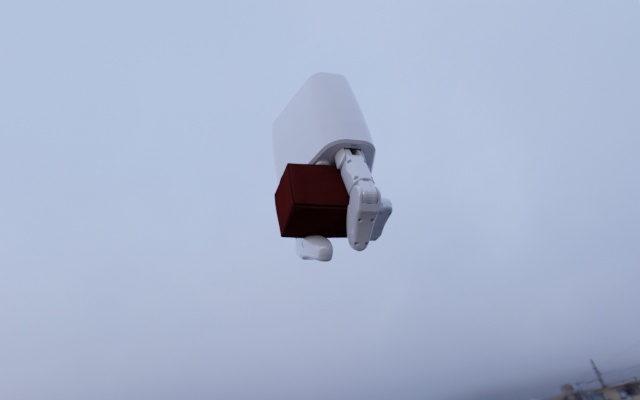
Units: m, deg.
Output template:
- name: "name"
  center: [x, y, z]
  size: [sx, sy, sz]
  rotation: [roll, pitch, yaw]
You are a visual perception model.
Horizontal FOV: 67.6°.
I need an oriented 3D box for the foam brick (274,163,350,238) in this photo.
- name: "foam brick"
  center: [0.000, 0.002, 0.459]
  size: [0.078, 0.051, 0.053]
  rotation: [2, -38, -22]
